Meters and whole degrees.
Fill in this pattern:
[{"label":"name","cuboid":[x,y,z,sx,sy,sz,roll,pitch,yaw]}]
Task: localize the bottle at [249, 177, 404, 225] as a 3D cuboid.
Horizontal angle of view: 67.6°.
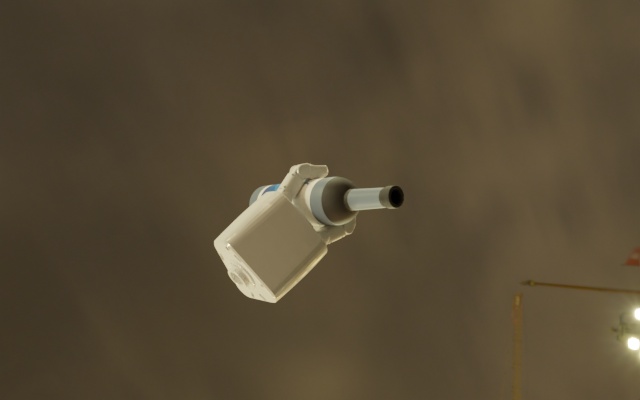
[{"label":"bottle","cuboid":[0.000,0.002,0.681,0.069,0.069,0.296,0,-3,-38]}]
